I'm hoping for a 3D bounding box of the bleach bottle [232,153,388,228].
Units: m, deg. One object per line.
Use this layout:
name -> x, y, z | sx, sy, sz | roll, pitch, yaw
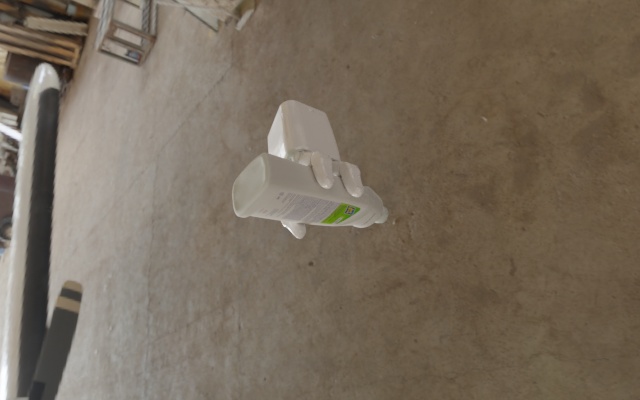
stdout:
bleach bottle -> 0.000, 0.002, 0.729 | 0.251, 0.068, 0.103 | 15, -40, -36
